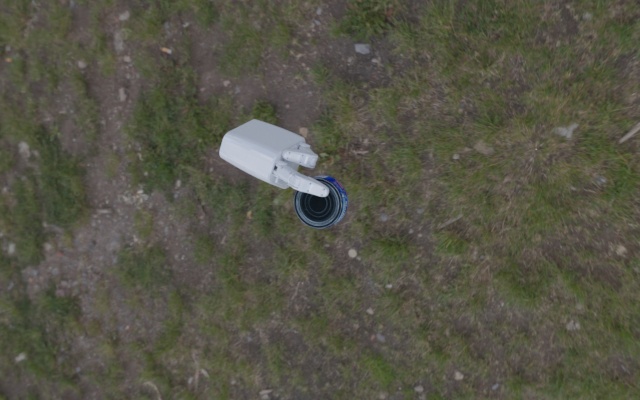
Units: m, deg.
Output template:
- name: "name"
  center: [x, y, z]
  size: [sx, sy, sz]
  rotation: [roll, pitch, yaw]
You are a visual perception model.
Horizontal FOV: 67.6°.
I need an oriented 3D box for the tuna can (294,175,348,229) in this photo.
- name: "tuna can"
  center: [0.000, 0.003, 0.780]
  size: [0.086, 0.086, 0.033]
  rotation: [0, 8, 19]
